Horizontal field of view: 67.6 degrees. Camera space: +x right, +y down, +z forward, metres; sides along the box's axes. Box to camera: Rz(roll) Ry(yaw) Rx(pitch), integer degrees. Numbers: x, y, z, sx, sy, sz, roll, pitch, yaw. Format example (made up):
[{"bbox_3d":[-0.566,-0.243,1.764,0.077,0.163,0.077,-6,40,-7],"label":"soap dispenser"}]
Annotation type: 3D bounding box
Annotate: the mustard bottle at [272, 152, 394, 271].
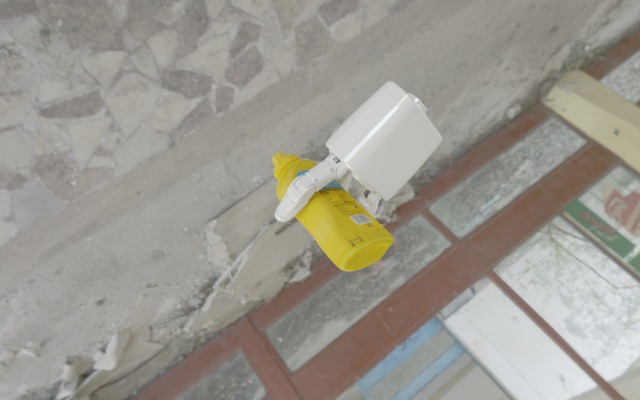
[{"bbox_3d":[0.000,0.002,0.604,0.096,0.058,0.191,-8,47,-50],"label":"mustard bottle"}]
